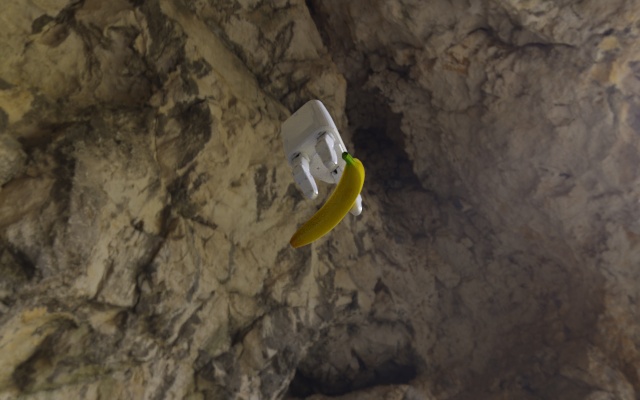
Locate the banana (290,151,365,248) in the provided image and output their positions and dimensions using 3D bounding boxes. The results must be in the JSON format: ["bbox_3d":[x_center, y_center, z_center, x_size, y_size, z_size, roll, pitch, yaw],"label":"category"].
[{"bbox_3d":[0.018,0.003,0.745,0.069,0.198,0.037,11,36,-27],"label":"banana"}]
